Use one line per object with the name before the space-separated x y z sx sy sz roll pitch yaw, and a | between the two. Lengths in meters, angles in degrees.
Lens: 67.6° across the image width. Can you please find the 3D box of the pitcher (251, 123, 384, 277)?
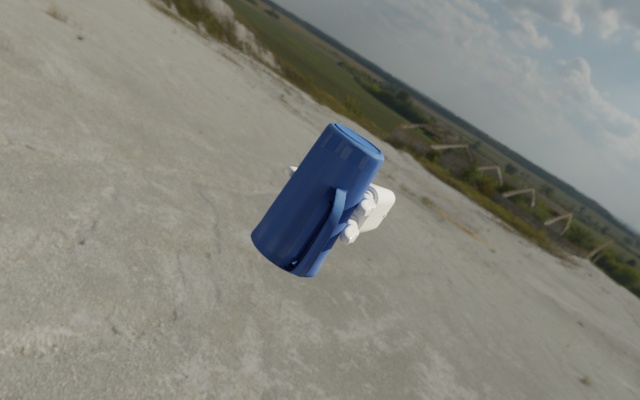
pitcher | 0.000 0.003 0.788 0.149 0.243 0.145 40 17 24
